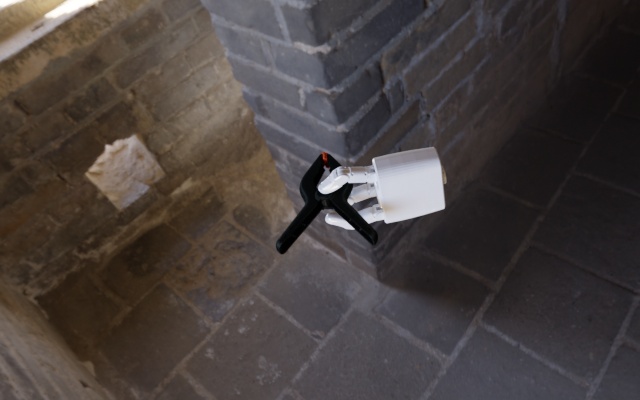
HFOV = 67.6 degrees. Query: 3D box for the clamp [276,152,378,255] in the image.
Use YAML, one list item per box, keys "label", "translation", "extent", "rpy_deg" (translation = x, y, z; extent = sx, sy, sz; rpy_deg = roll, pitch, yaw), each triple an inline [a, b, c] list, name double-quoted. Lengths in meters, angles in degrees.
- label: "clamp"
  translation: [0.000, 0.002, 0.817]
  extent: [0.164, 0.209, 0.036]
  rpy_deg: [-11, -40, 3]
